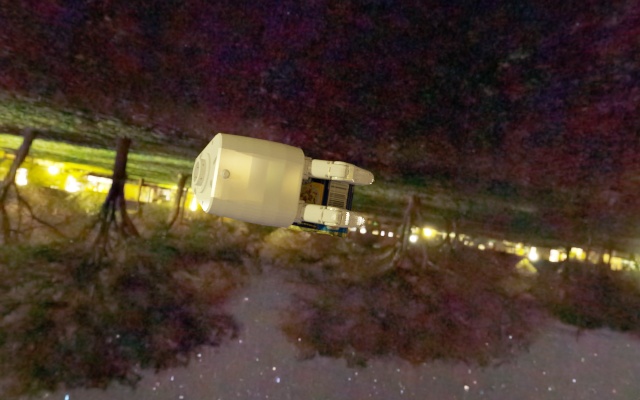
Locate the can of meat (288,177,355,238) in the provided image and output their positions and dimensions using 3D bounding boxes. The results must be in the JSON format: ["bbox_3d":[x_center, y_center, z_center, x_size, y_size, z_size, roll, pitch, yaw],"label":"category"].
[{"bbox_3d":[0.000,0.002,0.638,0.057,0.084,0.102,11,-3,-31],"label":"can of meat"}]
